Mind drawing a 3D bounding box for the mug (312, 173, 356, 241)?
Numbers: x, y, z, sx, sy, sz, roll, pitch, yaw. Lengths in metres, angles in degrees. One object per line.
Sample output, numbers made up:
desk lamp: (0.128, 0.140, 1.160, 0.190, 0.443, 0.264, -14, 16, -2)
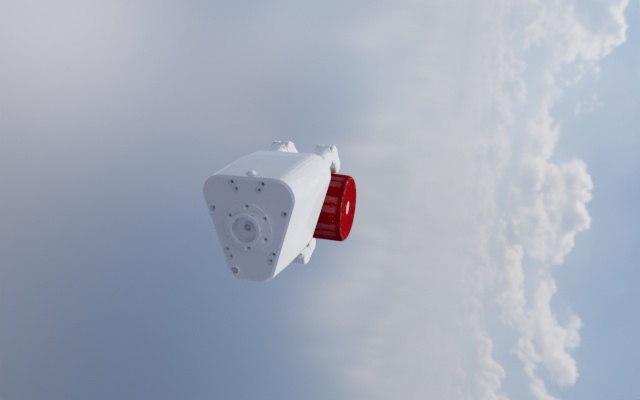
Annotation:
mug: (0.001, 0.002, 0.601, 0.081, 0.093, 0.117, 7, 20, 16)
